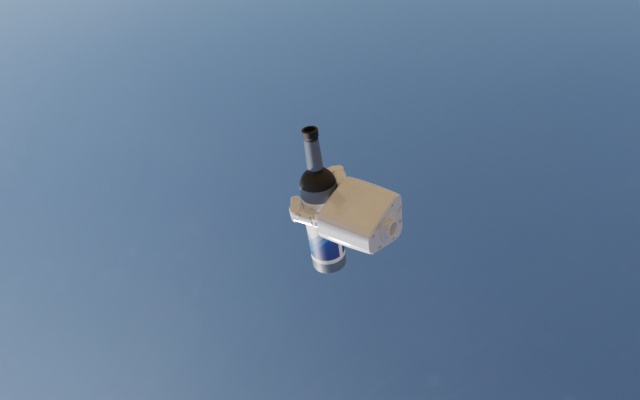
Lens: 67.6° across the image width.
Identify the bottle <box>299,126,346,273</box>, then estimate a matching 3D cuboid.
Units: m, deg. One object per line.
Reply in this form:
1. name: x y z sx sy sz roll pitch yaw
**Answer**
1. bottle: 0.000 0.003 0.864 0.069 0.296 0.069 -6 35 4
